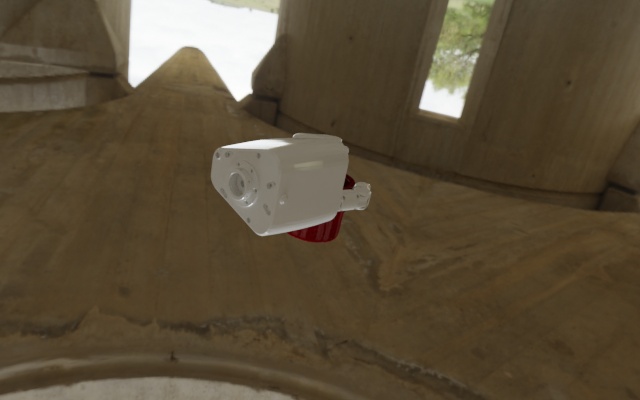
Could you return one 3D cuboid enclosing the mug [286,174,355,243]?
[{"bbox_3d":[0.001,0.002,0.647,0.093,0.081,0.117,28,26,36],"label":"mug"}]
